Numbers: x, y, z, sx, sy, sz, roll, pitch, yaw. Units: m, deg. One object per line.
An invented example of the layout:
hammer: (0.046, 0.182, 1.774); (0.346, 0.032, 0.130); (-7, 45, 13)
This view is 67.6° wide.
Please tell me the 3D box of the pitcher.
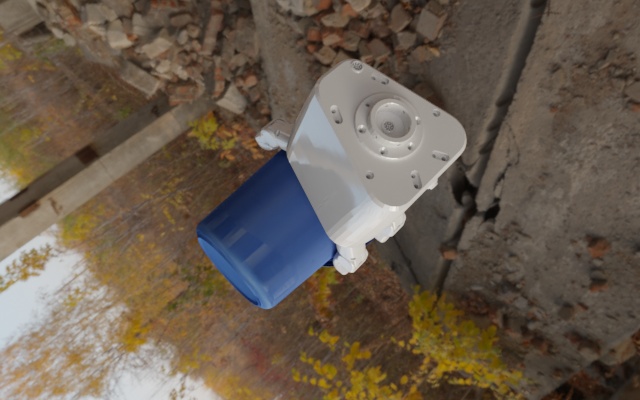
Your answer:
pitcher: (0.000, 0.002, 0.505); (0.242, 0.149, 0.145); (-41, -2, -21)
